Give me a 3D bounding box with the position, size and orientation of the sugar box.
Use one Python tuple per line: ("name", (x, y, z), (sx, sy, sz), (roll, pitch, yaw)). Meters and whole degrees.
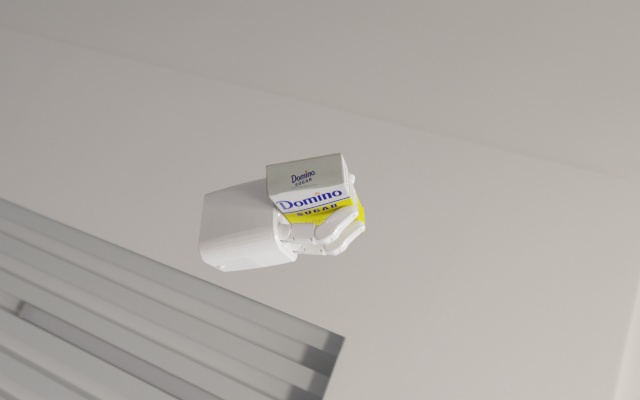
("sugar box", (0.000, 0.003, 0.617), (0.093, 0.048, 0.176), (-9, -21, 11))
